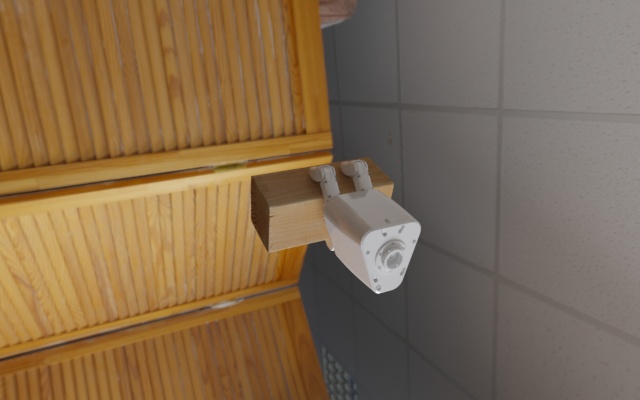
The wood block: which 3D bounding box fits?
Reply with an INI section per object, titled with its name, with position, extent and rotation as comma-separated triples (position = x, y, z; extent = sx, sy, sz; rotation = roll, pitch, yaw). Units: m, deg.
[wood block]
position = 0.000, 0.003, 0.762
extent = 0.206, 0.091, 0.090
rotation = -11, 38, -23
